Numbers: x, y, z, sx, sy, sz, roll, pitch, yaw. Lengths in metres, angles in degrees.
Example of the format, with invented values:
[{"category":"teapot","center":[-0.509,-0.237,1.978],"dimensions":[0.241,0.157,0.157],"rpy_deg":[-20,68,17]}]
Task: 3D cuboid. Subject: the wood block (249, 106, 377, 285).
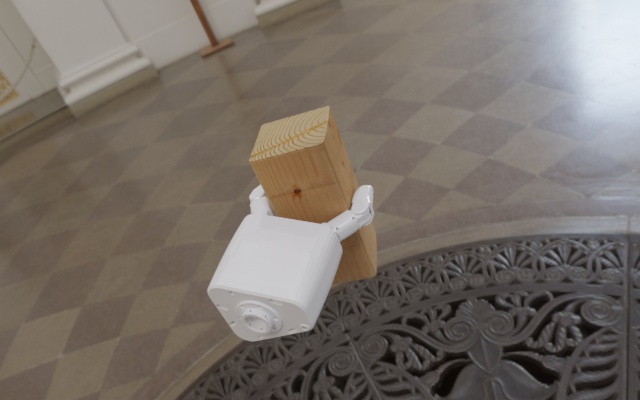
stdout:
[{"category":"wood block","center":[0.000,0.002,0.599],"dimensions":[0.091,0.206,0.090],"rpy_deg":[-13,35,15]}]
